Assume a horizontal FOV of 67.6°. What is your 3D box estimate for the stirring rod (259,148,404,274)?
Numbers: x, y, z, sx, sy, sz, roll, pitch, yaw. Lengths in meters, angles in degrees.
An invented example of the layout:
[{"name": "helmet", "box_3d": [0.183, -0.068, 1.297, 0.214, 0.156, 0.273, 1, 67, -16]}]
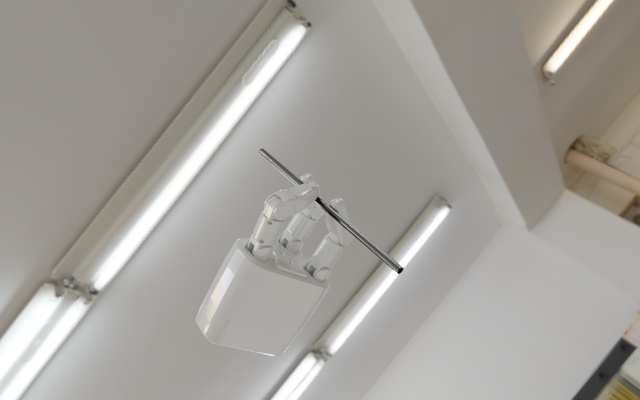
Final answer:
[{"name": "stirring rod", "box_3d": [0.000, 0.002, 0.500, 0.011, 0.011, 0.239, 0, 30, -43]}]
